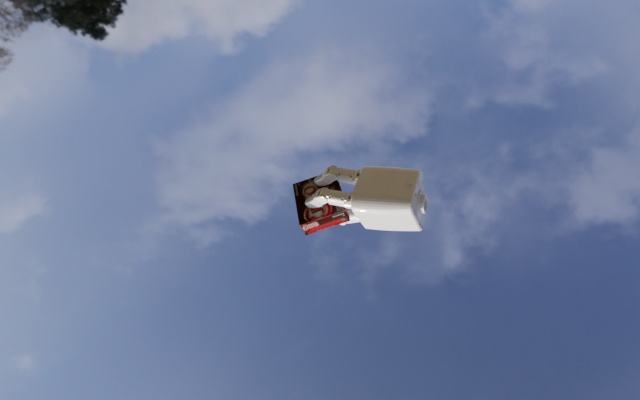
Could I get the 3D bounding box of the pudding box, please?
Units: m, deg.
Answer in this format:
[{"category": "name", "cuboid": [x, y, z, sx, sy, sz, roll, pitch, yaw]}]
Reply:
[{"category": "pudding box", "cuboid": [0.000, 0.003, 0.897, 0.090, 0.113, 0.039, -18, -46, 6]}]
